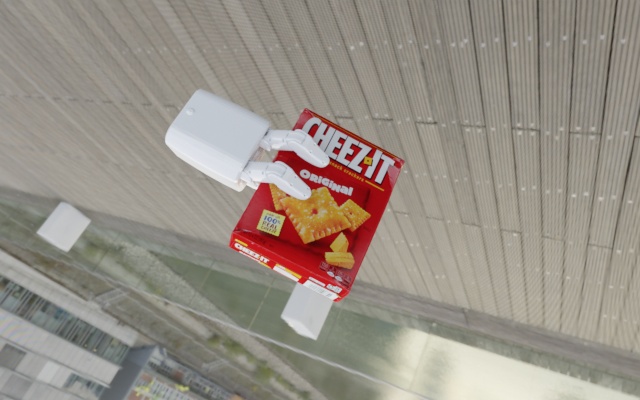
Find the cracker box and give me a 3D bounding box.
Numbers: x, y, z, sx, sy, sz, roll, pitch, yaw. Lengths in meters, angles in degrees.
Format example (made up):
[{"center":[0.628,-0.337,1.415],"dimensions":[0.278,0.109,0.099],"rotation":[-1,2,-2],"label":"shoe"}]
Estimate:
[{"center":[0.000,0.002,0.644],"dimensions":[0.164,0.213,0.072],"rotation":[28,-26,-3],"label":"cracker box"}]
